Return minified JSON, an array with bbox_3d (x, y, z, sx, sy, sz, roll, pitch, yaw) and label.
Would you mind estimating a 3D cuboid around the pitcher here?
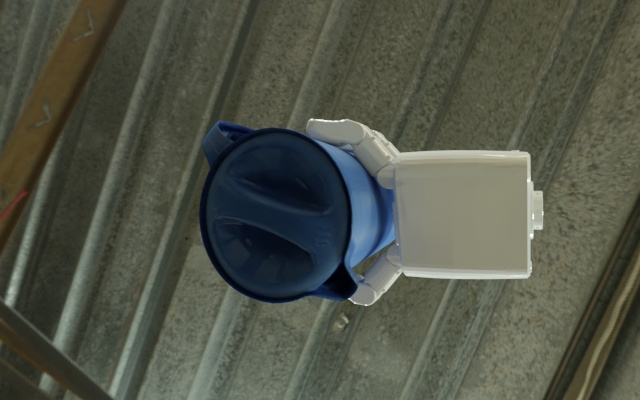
[{"bbox_3d":[0.000,0.002,0.467,0.145,0.149,0.243,-2,1,23],"label":"pitcher"}]
